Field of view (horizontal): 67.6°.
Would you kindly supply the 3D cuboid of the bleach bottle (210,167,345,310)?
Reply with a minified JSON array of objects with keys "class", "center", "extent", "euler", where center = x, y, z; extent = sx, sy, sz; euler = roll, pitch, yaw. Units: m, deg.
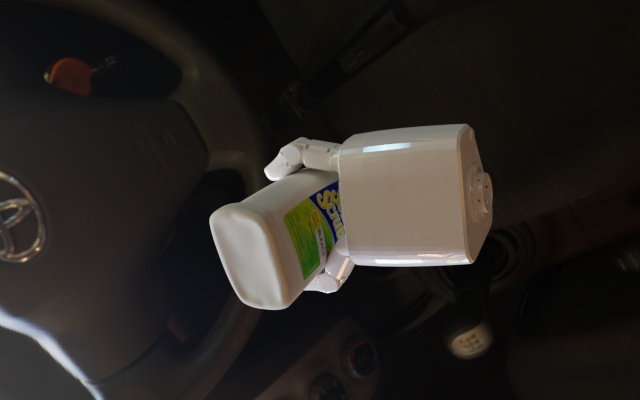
[{"class":"bleach bottle","center":[0.000,0.002,0.494],"extent":[0.068,0.103,0.250],"euler":[-2,23,33]}]
